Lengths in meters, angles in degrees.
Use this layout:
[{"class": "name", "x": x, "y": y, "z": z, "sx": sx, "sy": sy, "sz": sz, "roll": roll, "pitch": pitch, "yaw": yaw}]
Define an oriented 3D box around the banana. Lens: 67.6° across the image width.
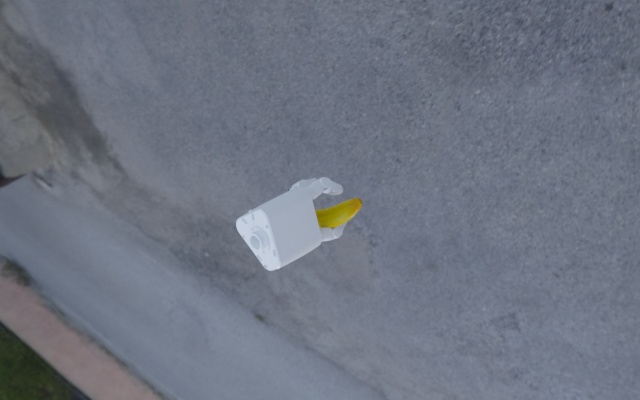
[{"class": "banana", "x": -0.002, "y": 0.021, "z": 0.901, "sx": 0.198, "sy": 0.069, "sz": 0.037, "roll": 9, "pitch": 13, "yaw": 44}]
